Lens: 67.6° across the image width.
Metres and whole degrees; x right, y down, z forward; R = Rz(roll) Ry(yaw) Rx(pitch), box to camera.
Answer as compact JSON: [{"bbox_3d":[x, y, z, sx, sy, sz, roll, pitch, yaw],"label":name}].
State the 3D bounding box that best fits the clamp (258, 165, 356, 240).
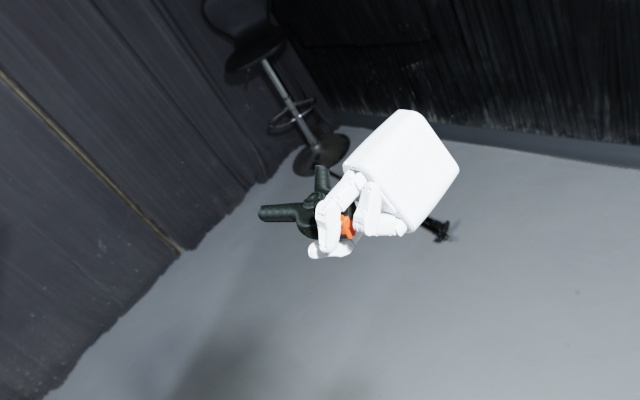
[{"bbox_3d":[0.000,0.002,0.629,0.171,0.120,0.039,20,-29,50],"label":"clamp"}]
